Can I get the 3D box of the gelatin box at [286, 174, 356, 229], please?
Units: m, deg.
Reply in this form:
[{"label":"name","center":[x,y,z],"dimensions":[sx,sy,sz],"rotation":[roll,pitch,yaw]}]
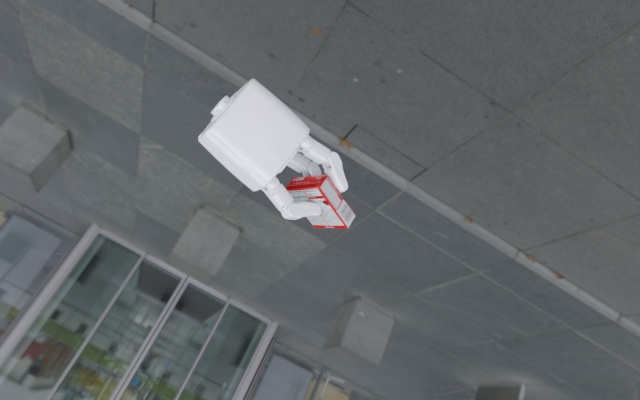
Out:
[{"label":"gelatin box","center":[0.000,0.003,0.715],"dimensions":[0.073,0.089,0.030],"rotation":[-3,43,45]}]
